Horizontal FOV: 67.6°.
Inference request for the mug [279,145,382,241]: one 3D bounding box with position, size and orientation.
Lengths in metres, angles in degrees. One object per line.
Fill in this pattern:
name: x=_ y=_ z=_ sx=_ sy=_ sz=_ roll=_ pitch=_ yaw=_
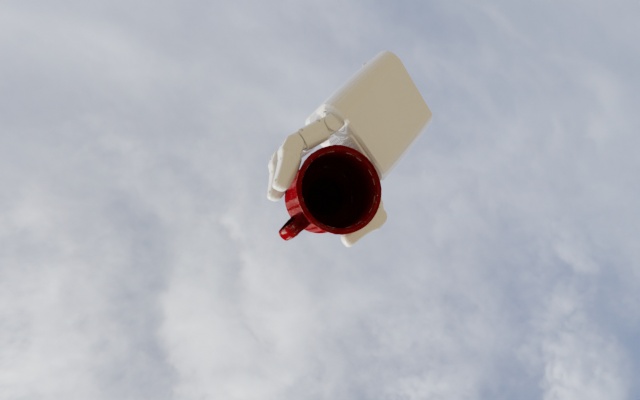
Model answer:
mug: x=-0.001 y=0.003 z=0.521 sx=0.117 sy=0.093 sz=0.081 roll=-46 pitch=7 yaw=-18
